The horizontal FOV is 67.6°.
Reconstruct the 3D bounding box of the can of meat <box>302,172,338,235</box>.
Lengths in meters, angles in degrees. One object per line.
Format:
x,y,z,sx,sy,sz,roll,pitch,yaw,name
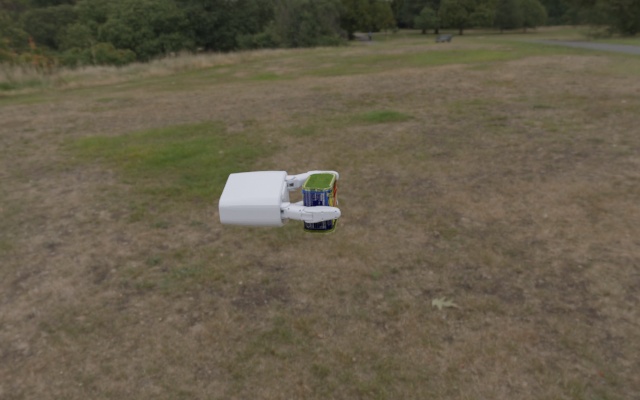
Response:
0.000,0.003,0.851,0.057,0.084,0.102,1,20,9,can of meat
